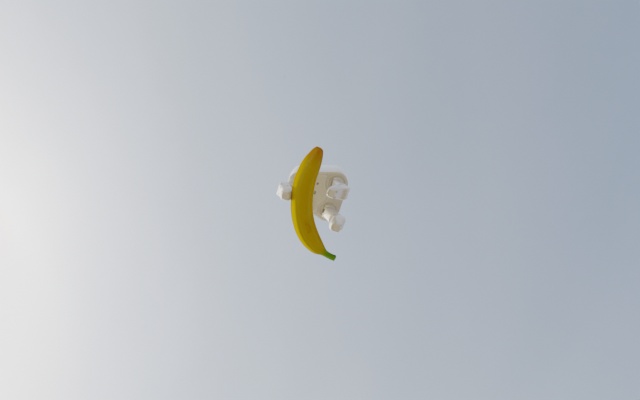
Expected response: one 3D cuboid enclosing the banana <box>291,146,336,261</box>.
[{"bbox_3d":[-0.018,0.008,0.815,0.069,0.198,0.037,-6,13,6],"label":"banana"}]
